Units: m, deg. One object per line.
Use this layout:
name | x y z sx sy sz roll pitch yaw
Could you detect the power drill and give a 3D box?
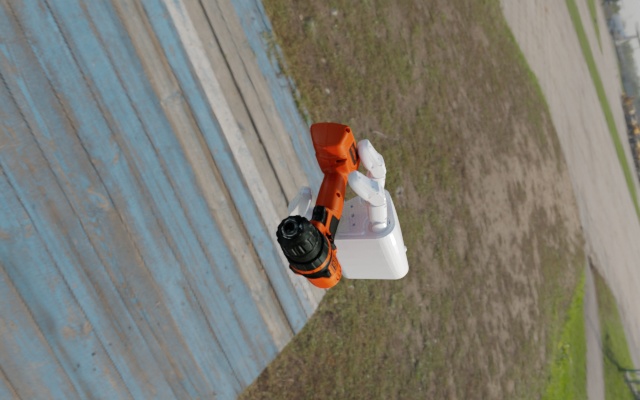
power drill | 0.000 0.002 0.586 0.057 0.187 0.184 7 -22 14
